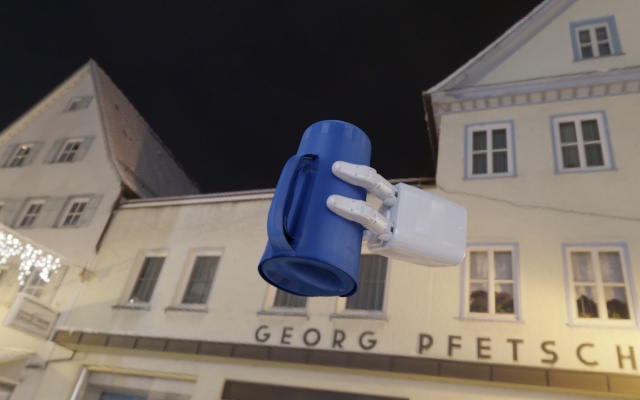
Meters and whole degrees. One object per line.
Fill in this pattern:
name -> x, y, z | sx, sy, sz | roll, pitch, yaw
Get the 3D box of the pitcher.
pitcher -> 0.000, 0.002, 0.669 | 0.145, 0.242, 0.149 | 18, -32, -10
